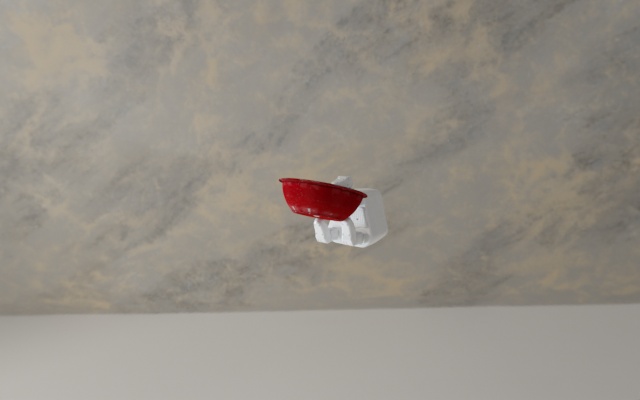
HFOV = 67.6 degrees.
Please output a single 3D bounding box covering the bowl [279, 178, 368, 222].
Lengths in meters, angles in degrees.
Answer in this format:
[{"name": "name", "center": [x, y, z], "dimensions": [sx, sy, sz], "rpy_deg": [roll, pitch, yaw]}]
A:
[{"name": "bowl", "center": [-0.001, 0.003, 0.852], "dimensions": [0.162, 0.055, 0.162], "rpy_deg": [11, -5, 1]}]
